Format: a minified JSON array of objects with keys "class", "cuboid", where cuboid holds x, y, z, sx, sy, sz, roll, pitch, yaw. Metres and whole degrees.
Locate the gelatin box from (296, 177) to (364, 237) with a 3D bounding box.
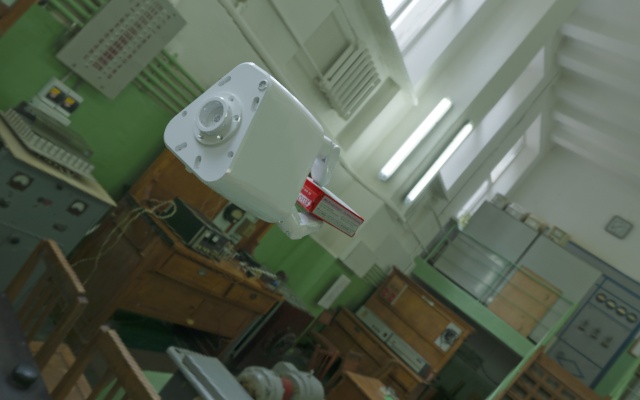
[{"class":"gelatin box","cuboid":[0.001,0.002,0.565,0.089,0.030,0.073,32,6,-47]}]
